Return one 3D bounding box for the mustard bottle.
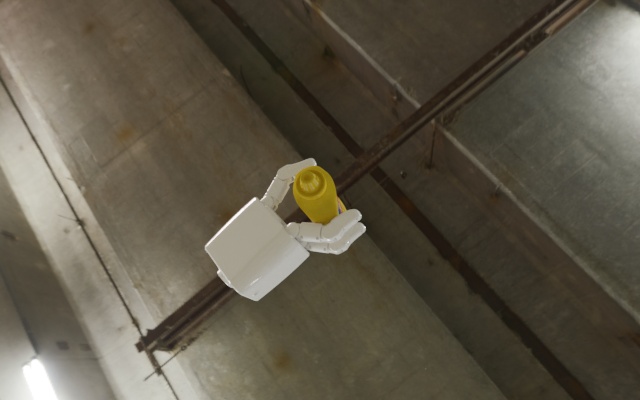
[{"bbox_3d":[0.000,0.002,0.699,0.058,0.096,0.192,-21,-22,4],"label":"mustard bottle"}]
